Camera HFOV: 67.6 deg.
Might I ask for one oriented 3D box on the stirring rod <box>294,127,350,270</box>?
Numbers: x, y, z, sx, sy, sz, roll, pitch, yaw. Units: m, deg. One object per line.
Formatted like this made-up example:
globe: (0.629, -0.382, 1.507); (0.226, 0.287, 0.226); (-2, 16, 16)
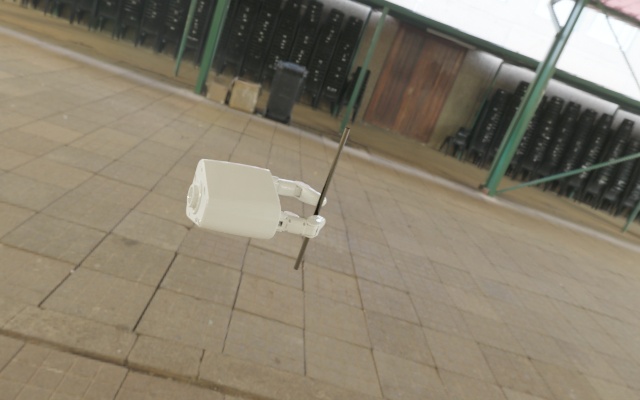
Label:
stirring rod: (0.000, 0.002, 0.731); (0.011, 0.239, 0.011); (18, 18, -6)
